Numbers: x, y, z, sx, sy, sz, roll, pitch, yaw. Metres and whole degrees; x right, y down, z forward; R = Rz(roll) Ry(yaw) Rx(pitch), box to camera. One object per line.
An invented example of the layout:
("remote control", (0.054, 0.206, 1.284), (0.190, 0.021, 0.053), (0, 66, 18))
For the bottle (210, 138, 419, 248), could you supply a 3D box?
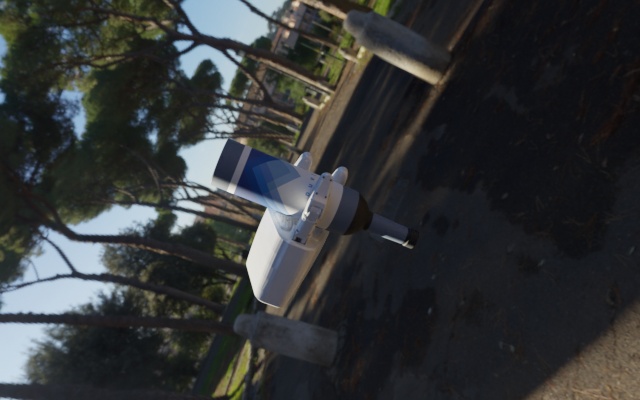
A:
("bottle", (0.000, 0.002, 0.658), (0.296, 0.069, 0.069), (22, -4, -10))
